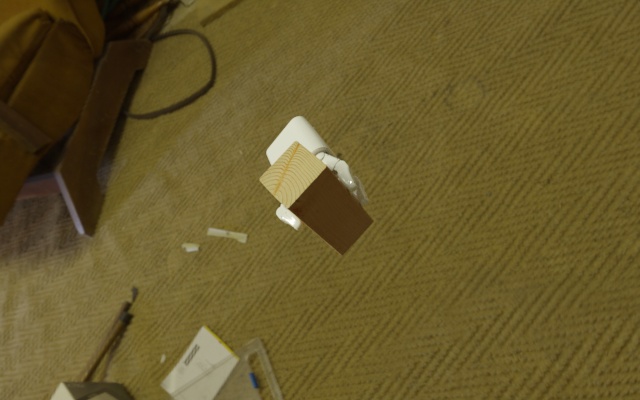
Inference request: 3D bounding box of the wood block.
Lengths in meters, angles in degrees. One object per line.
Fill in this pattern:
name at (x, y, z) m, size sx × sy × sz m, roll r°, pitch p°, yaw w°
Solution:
wood block at (0.000, 0.003, 0.822) m, size 0.090 × 0.091 × 0.206 m, roll 42°, pitch -1°, yaw 38°
